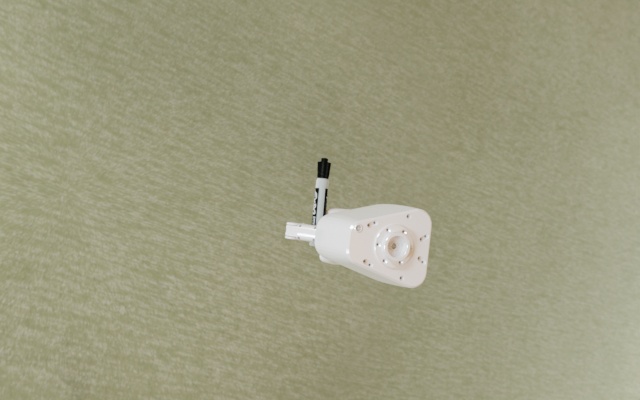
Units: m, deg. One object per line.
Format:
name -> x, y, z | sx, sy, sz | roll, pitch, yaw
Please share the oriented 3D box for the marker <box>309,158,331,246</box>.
marker -> 0.000, 0.002, 0.654 | 0.020, 0.121, 0.020 | 6, -1, 0
